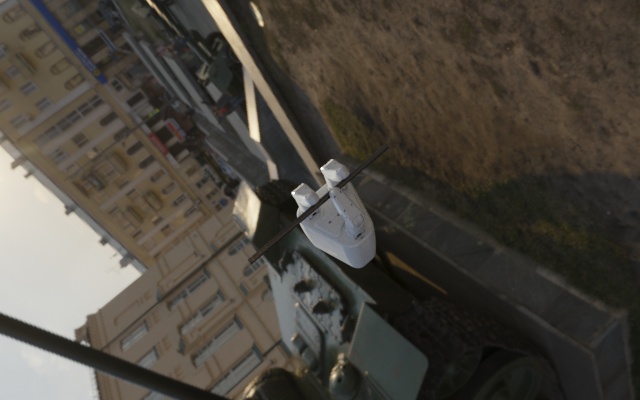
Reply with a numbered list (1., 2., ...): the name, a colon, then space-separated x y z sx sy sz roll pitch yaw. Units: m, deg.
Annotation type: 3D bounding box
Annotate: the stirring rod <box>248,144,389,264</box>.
1. stirring rod: 0.000 0.002 0.628 0.239 0.011 0.011 -40 8 -10
